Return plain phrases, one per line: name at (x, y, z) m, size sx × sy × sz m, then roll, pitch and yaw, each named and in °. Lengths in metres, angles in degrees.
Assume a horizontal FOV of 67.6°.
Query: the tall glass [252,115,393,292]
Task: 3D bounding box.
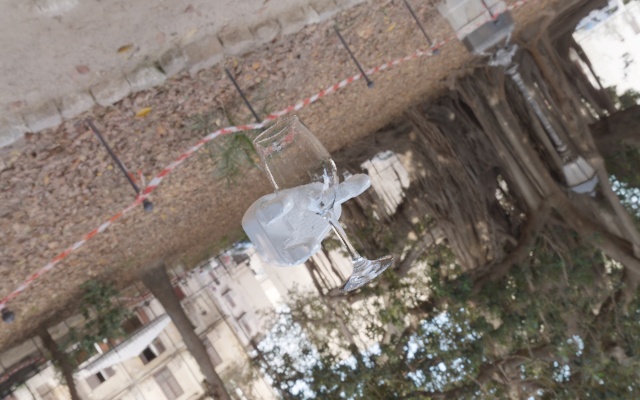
tall glass at (0.001, 0.002, 0.555) m, size 0.079 × 0.201 × 0.079 m, roll -32°, pitch 2°, yaw 1°
